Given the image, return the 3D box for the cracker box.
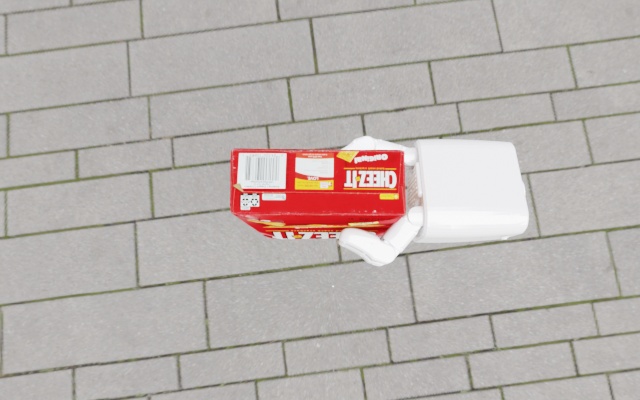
[{"bbox_3d":[0.000,0.002,0.540,0.164,0.072,0.214,0,-10,2],"label":"cracker box"}]
